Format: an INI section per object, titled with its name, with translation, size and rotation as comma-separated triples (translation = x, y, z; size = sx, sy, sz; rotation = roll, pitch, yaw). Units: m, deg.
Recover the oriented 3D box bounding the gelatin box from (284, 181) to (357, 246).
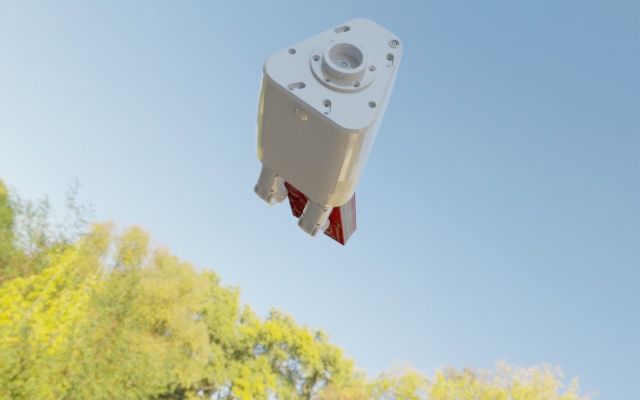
[gelatin box]
translation = 0.000, 0.002, 0.506
size = 0.073, 0.030, 0.089
rotation = 29, -25, 22
